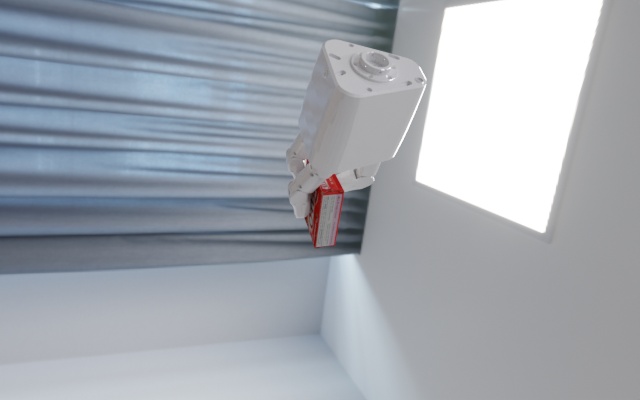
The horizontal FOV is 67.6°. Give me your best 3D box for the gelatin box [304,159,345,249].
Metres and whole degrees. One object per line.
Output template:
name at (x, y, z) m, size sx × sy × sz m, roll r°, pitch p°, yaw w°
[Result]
gelatin box at (0.001, 0.002, 0.589) m, size 0.030 × 0.089 × 0.073 m, roll -5°, pitch 40°, yaw -15°
